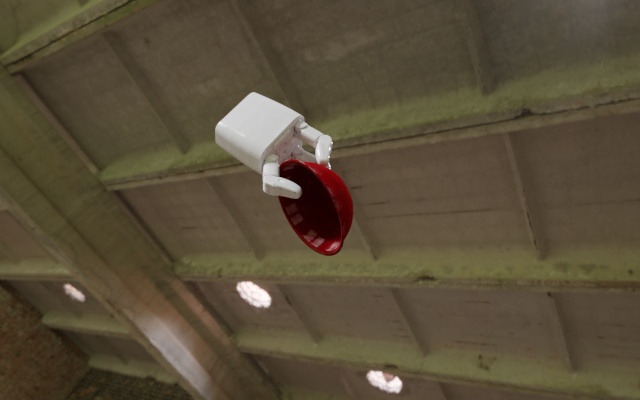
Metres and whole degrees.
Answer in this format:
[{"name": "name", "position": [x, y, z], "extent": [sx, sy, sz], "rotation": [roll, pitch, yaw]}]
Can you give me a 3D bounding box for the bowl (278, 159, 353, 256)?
[{"name": "bowl", "position": [0.001, 0.003, 0.739], "extent": [0.055, 0.162, 0.162], "rotation": [-28, 15, -30]}]
